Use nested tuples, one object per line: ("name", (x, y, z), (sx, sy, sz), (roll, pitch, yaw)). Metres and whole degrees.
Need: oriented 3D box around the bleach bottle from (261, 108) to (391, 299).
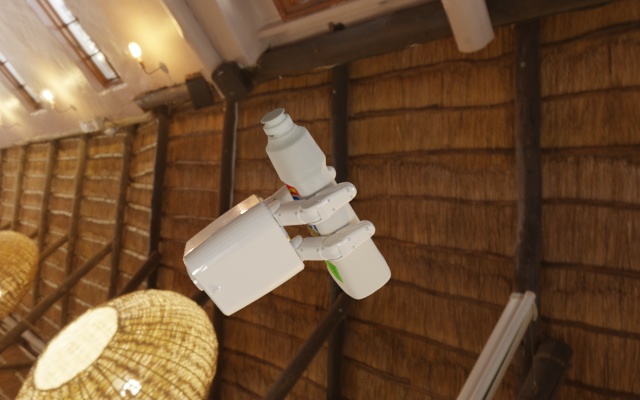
("bleach bottle", (0.000, 0.002, 0.571), (0.068, 0.251, 0.102), (-34, 30, -7))
